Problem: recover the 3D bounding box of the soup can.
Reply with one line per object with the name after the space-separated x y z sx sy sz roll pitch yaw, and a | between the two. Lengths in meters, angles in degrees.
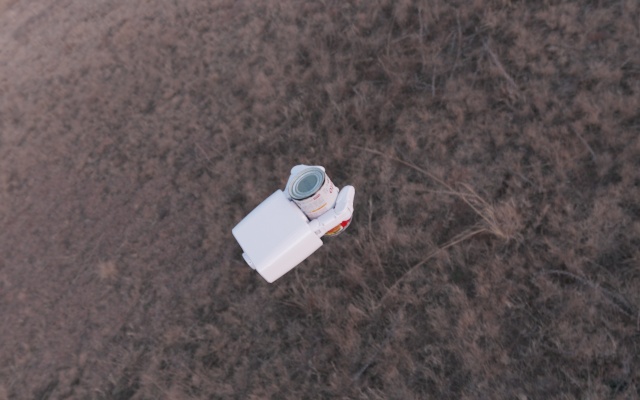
0.000 0.002 0.780 0.068 0.068 0.102 0 -37 35 | soup can
